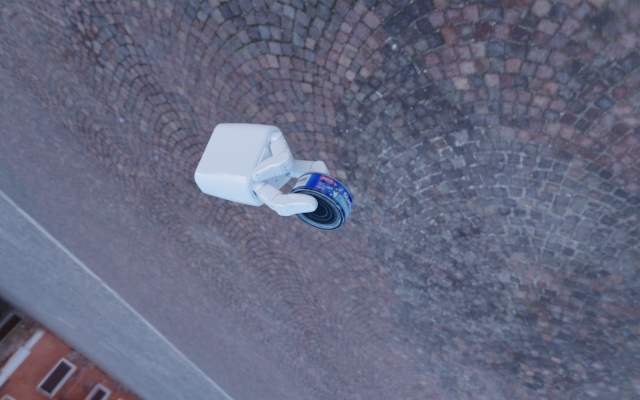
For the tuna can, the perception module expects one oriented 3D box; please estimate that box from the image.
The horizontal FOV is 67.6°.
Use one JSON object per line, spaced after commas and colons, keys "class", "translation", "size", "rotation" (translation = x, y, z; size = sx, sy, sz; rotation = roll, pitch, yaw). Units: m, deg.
{"class": "tuna can", "translation": [0.000, 0.003, 0.658], "size": [0.086, 0.033, 0.086], "rotation": [19, -36, 14]}
